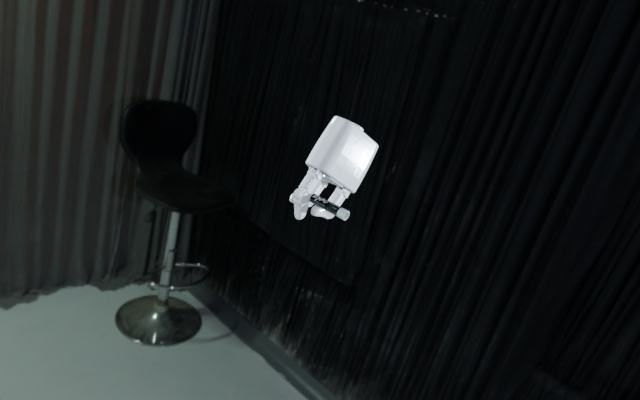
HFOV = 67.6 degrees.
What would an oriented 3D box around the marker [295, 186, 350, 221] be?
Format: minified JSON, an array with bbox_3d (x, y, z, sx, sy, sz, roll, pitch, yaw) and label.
[{"bbox_3d":[0.000,0.003,0.865,0.121,0.020,0.020,28,15,31],"label":"marker"}]
